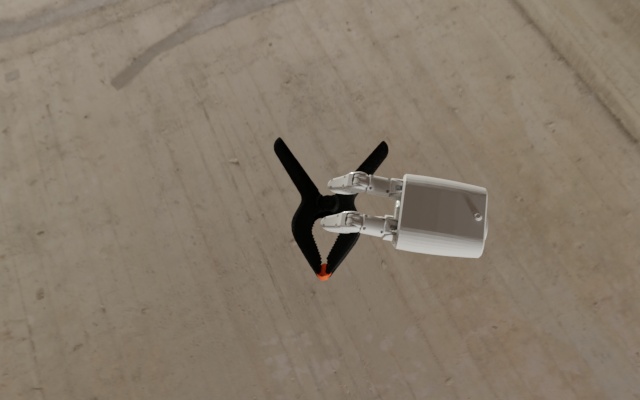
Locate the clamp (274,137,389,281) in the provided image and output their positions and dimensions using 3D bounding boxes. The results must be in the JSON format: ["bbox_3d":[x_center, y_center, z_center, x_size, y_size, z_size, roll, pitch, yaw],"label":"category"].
[{"bbox_3d":[0.000,0.003,0.661,0.164,0.210,0.036,9,-19,7],"label":"clamp"}]
